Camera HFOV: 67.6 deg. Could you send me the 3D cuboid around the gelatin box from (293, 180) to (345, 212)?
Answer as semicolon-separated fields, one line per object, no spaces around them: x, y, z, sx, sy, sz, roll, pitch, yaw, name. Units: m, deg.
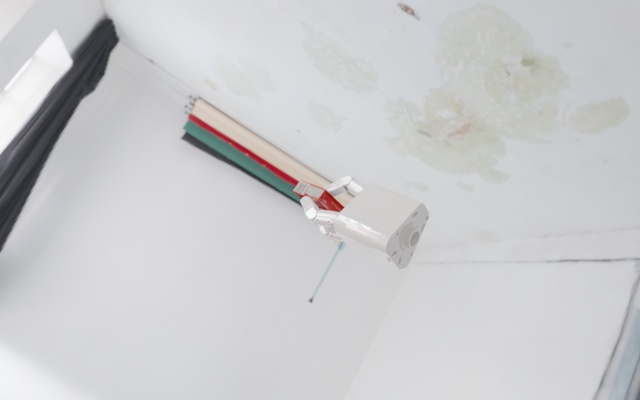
0.000;0.002;0.875;0.073;0.030;0.089;43;-12;-35;gelatin box
